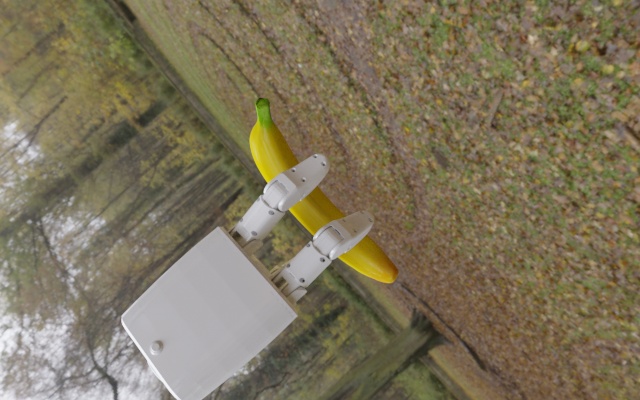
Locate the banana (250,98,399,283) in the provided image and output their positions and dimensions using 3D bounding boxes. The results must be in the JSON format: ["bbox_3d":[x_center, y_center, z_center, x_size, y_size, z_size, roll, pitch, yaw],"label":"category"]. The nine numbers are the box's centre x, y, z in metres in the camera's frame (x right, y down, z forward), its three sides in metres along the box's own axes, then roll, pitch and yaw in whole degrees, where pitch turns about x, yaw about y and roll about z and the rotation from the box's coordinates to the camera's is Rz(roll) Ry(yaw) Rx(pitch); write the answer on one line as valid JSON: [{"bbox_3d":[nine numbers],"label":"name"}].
[{"bbox_3d":[-0.007,0.001,0.439,0.037,0.198,0.069,-40,4,-16],"label":"banana"}]
